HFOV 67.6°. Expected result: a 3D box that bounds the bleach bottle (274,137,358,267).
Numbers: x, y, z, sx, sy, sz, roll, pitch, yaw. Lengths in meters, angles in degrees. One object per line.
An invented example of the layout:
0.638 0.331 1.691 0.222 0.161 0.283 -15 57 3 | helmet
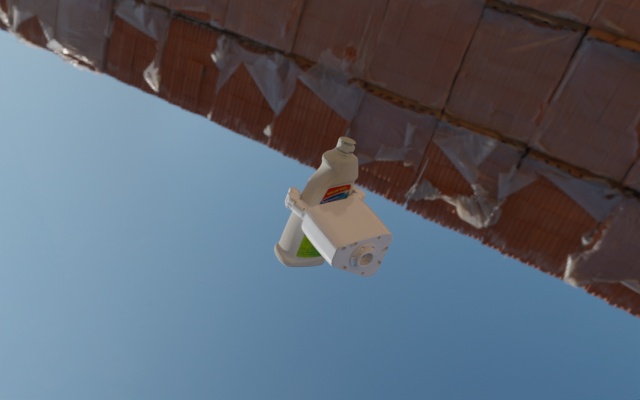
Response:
0.000 0.003 0.867 0.102 0.251 0.068 3 30 -34 | bleach bottle
